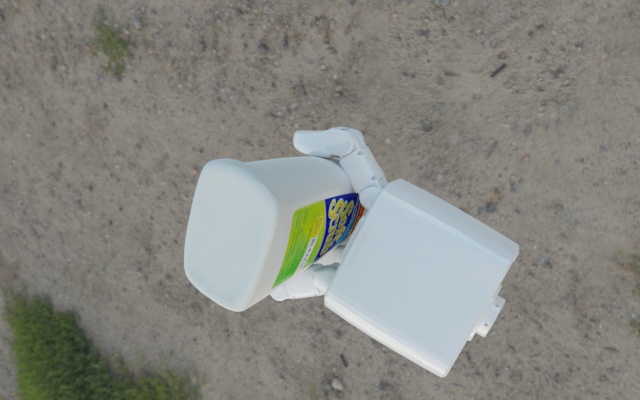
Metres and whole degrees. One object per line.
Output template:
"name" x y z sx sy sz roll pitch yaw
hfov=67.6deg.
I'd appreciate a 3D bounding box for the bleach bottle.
"bleach bottle" 0.000 0.001 0.409 0.068 0.103 0.251 29 25 22
